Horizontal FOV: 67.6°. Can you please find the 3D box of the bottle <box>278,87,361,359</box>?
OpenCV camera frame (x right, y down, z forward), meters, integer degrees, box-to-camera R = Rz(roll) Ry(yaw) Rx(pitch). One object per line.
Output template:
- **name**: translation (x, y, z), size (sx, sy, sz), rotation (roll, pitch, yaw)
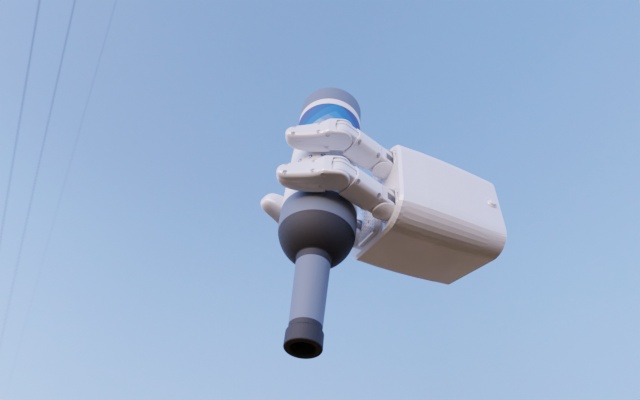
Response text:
- **bottle**: translation (0.000, 0.001, 0.431), size (0.069, 0.069, 0.295), rotation (0, 43, 6)
